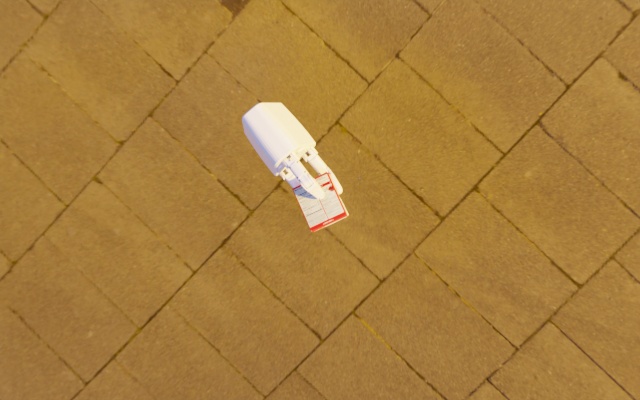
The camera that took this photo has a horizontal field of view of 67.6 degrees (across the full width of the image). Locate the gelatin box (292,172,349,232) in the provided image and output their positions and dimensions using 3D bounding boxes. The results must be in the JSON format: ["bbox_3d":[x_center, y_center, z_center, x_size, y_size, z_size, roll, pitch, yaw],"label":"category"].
[{"bbox_3d":[0.000,0.003,0.869,0.073,0.089,0.030,-25,-7,7],"label":"gelatin box"}]
